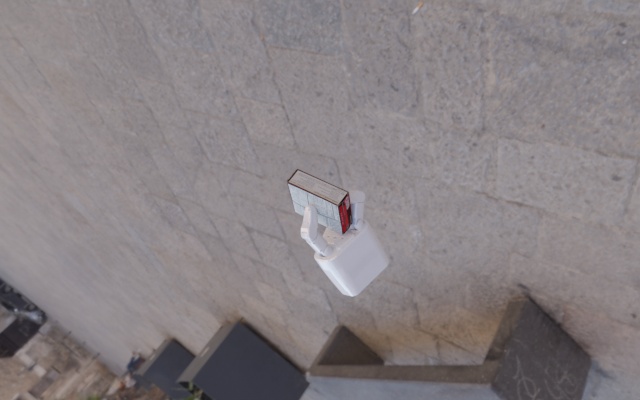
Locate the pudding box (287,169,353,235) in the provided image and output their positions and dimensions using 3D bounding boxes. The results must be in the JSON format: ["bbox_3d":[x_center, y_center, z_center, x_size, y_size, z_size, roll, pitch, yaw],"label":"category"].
[{"bbox_3d":[0.000,0.003,0.844,0.113,0.039,0.090,24,-31,24],"label":"pudding box"}]
